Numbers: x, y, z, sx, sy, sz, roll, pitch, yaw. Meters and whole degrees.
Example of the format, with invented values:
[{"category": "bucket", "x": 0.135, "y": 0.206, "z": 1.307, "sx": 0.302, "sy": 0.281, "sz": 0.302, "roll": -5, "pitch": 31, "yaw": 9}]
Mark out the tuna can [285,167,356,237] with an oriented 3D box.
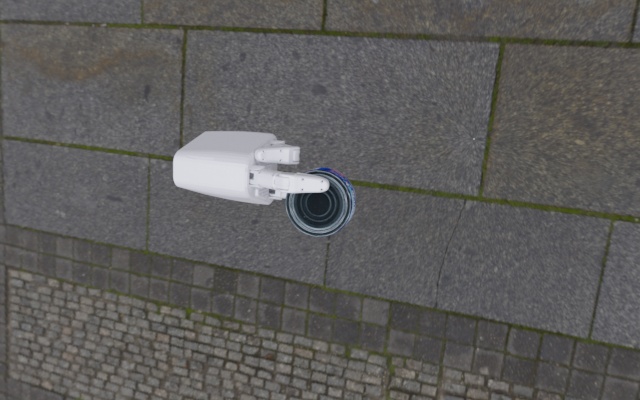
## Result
[{"category": "tuna can", "x": 0.000, "y": 0.002, "z": 0.598, "sx": 0.086, "sy": 0.086, "sz": 0.033, "roll": 0, "pitch": 8, "yaw": 12}]
